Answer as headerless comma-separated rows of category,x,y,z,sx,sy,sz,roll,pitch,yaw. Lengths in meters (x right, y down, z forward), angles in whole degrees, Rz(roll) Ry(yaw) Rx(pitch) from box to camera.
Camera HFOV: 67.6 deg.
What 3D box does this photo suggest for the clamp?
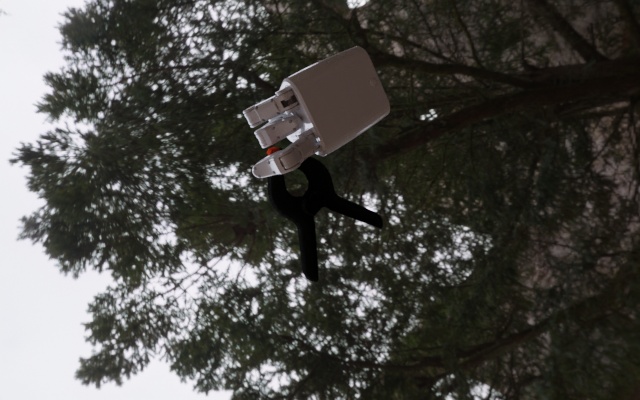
clamp,0.000,0.002,0.583,0.120,0.171,0.039,-32,18,-16
